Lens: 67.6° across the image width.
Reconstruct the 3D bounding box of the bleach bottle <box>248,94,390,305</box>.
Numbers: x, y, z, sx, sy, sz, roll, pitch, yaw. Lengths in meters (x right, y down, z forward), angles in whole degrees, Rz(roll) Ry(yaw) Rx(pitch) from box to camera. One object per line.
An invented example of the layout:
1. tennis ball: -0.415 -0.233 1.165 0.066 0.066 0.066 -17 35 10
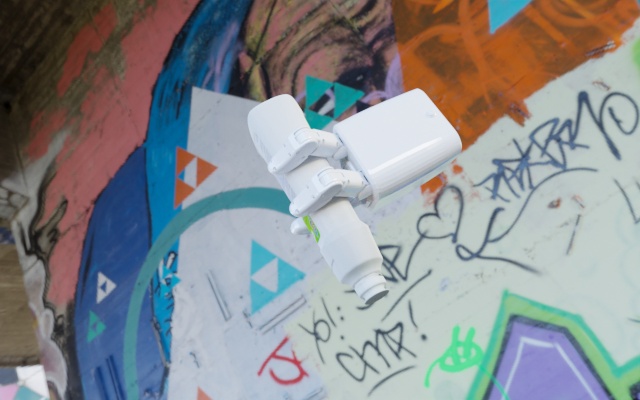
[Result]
1. bleach bottle: 0.000 0.002 0.529 0.068 0.250 0.103 -27 -27 -6
